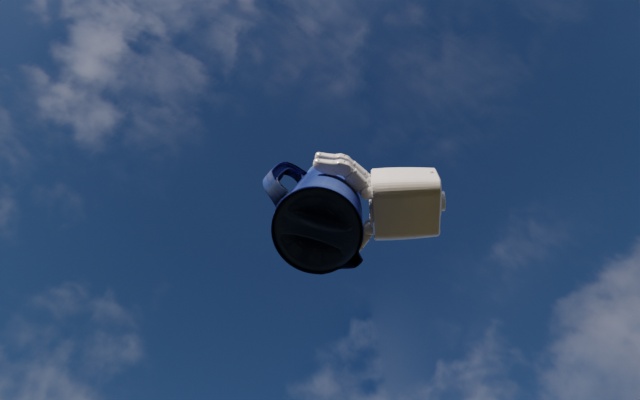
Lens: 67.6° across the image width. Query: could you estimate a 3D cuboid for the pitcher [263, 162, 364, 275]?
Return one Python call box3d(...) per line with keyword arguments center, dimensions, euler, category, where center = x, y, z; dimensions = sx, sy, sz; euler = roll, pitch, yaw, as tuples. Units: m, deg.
box3d(center=(0.000, 0.003, 0.780), dimensions=(0.145, 0.149, 0.242), euler=(-2, 17, 7), category="pitcher")
